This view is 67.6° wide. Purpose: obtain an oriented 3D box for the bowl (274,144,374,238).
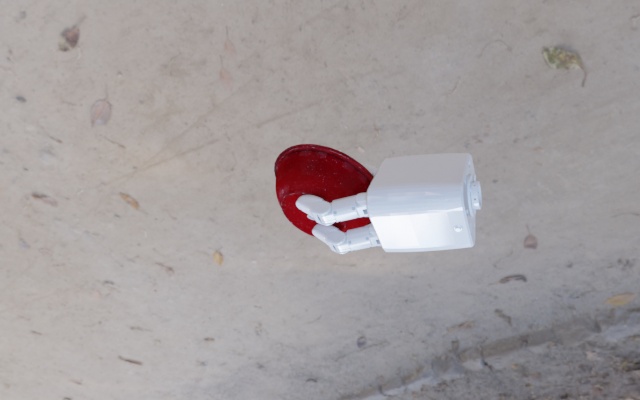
[{"bbox_3d":[-0.001,0.003,0.640,0.162,0.055,0.162,18,-36,14],"label":"bowl"}]
